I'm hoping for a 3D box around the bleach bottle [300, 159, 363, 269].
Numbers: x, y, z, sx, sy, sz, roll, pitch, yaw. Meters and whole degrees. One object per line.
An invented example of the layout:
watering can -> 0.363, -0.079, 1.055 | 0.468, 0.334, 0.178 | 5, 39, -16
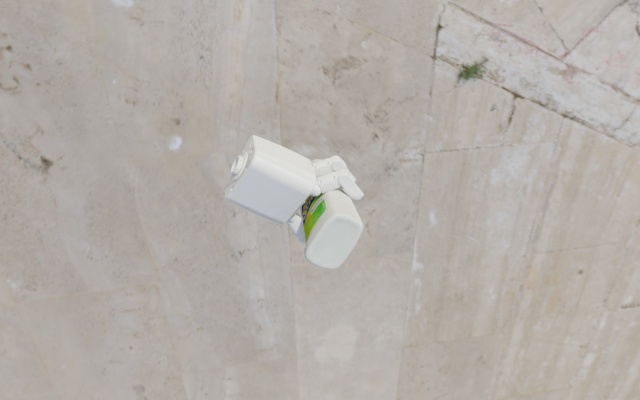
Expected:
bleach bottle -> 0.000, 0.003, 0.819 | 0.068, 0.102, 0.250 | 23, 22, -22
